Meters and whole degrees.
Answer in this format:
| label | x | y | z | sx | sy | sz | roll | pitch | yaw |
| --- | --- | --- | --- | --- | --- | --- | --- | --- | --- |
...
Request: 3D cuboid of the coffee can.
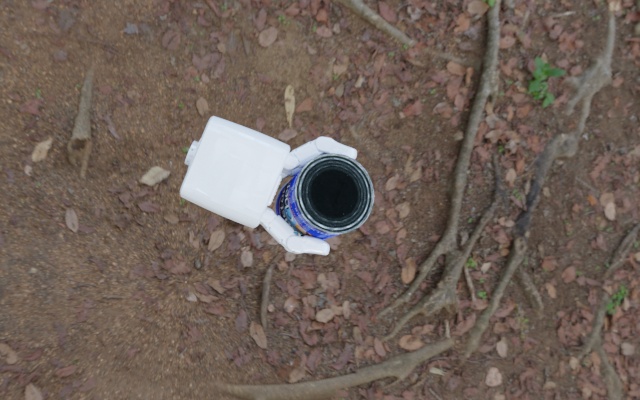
| label | x | y | z | sx | sy | sz | roll | pitch | yaw |
| --- | --- | --- | --- | --- | --- | --- | --- | --- | --- |
| coffee can | 0.000 | 0.002 | 0.652 | 0.103 | 0.103 | 0.140 | 0 | -9 | -16 |
